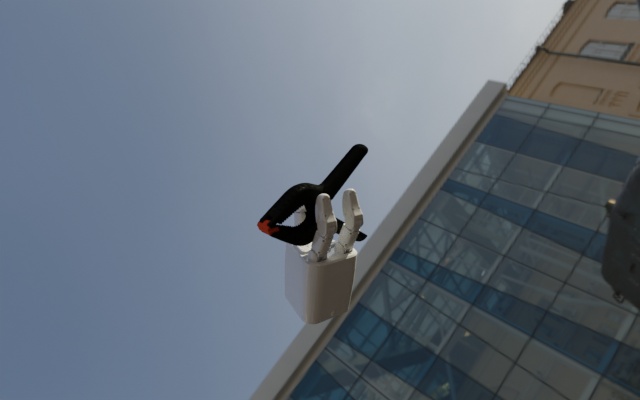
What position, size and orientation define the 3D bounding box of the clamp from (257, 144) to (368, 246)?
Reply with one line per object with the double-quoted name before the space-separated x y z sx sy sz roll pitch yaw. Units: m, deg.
"clamp" -0.001 0.002 0.714 0.210 0.164 0.036 -11 22 -40
